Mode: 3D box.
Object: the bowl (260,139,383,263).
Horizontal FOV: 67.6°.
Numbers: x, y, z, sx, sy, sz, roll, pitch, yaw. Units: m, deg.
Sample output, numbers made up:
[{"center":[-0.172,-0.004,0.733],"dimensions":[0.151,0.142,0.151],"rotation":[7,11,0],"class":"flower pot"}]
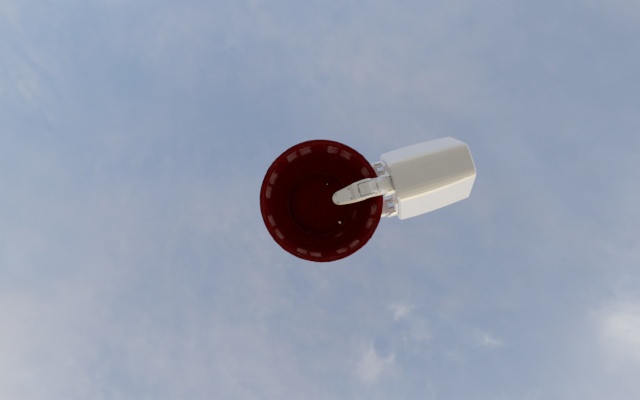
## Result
[{"center":[-0.001,0.002,0.646],"dimensions":[0.162,0.162,0.055],"rotation":[0,-6,-4],"class":"bowl"}]
